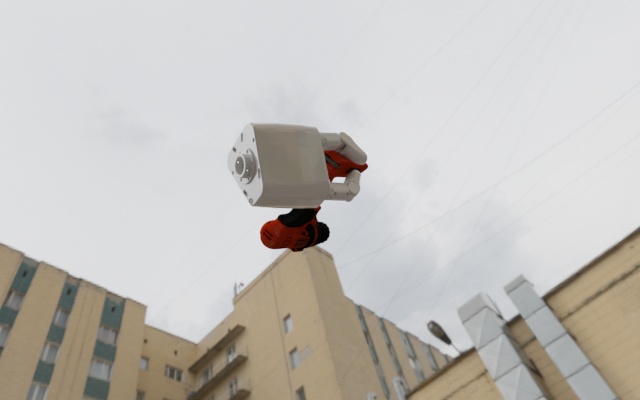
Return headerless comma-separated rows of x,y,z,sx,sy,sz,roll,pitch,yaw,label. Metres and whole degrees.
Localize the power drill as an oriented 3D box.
0.000,0.002,0.790,0.057,0.188,0.184,38,16,23,power drill
